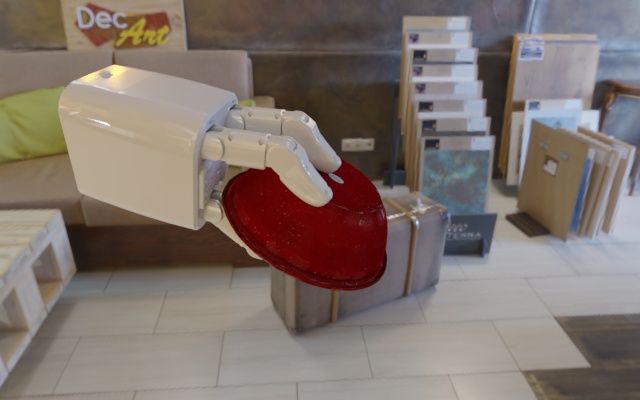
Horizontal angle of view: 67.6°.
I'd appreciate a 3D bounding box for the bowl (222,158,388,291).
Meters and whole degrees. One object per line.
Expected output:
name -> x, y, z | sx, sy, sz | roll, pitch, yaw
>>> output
bowl -> 0.001, 0.001, 0.418 | 0.162, 0.055, 0.162 | 23, 28, -13
